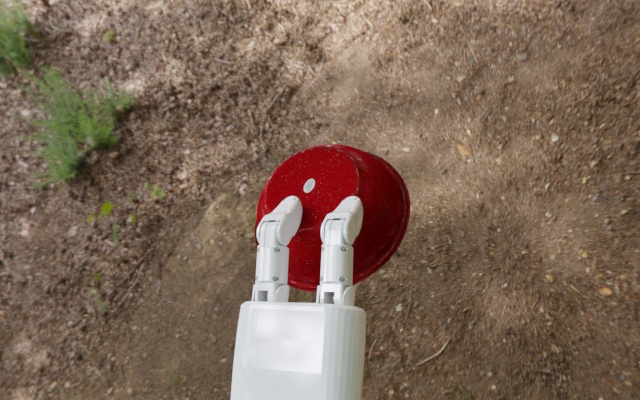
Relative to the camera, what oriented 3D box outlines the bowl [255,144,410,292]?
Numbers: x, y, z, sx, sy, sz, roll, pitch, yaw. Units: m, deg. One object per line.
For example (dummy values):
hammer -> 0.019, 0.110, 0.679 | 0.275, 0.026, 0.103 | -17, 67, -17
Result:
bowl -> 0.000, 0.000, 0.453 | 0.162, 0.162, 0.055 | 0, -32, 23
